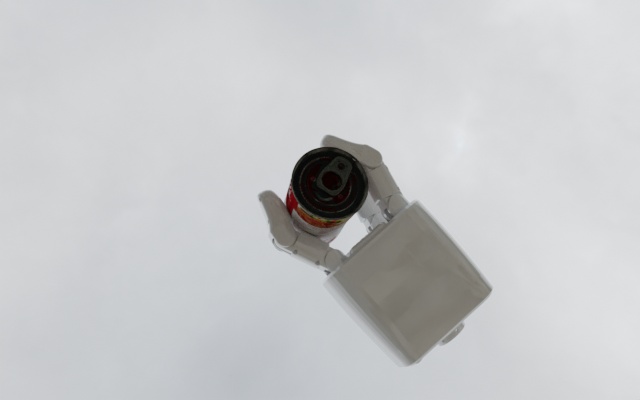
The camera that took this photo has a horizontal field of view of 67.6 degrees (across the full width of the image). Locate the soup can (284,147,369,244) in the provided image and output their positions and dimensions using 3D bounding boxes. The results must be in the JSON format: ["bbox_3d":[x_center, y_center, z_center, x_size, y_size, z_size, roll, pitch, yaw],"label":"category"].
[{"bbox_3d":[0.000,0.001,0.455,0.068,0.068,0.102,0,-20,-11],"label":"soup can"}]
